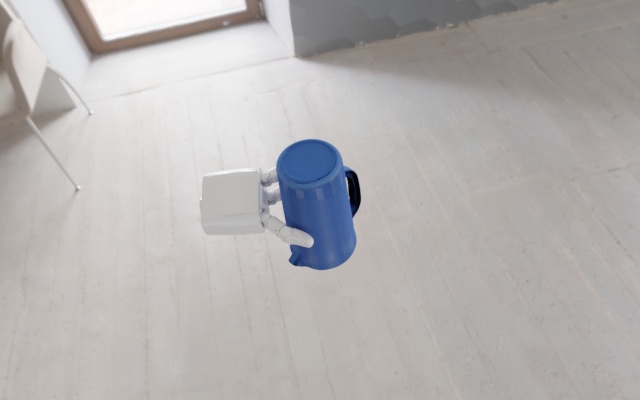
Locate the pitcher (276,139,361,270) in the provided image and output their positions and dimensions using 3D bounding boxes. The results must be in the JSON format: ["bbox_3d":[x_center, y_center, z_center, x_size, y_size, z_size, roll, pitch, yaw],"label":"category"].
[{"bbox_3d":[0.000,0.003,0.853,0.145,0.149,0.243,-2,-38,5],"label":"pitcher"}]
